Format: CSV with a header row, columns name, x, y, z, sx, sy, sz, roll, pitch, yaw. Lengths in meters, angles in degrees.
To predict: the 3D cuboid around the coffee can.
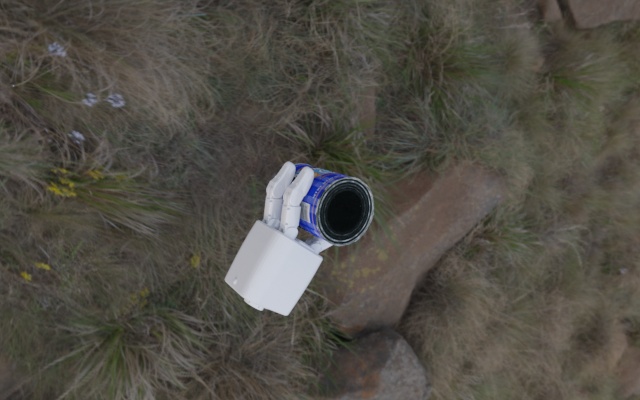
name,x,y,z,sx,sy,sz,roll,pitch,yaw
coffee can,0.000,0.002,0.742,0.103,0.103,0.140,0,11,-33
